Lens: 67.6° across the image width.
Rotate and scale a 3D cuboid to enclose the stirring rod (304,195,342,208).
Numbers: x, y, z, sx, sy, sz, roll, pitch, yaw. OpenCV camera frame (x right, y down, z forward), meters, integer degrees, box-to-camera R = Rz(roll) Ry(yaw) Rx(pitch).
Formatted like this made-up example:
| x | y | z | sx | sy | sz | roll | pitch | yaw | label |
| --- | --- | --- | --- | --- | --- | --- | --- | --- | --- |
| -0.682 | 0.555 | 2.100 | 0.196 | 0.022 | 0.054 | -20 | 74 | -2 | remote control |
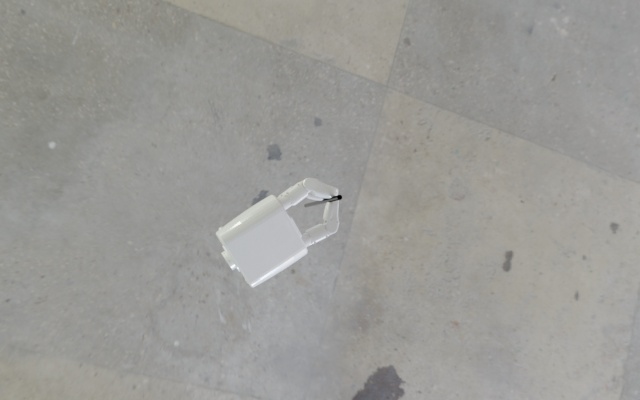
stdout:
| x | y | z | sx | sy | sz | roll | pitch | yaw | label |
| --- | --- | --- | --- | --- | --- | --- | --- | --- | --- |
| 0.000 | 0.003 | 0.842 | 0.011 | 0.011 | 0.239 | 0 | -4 | -14 | stirring rod |
